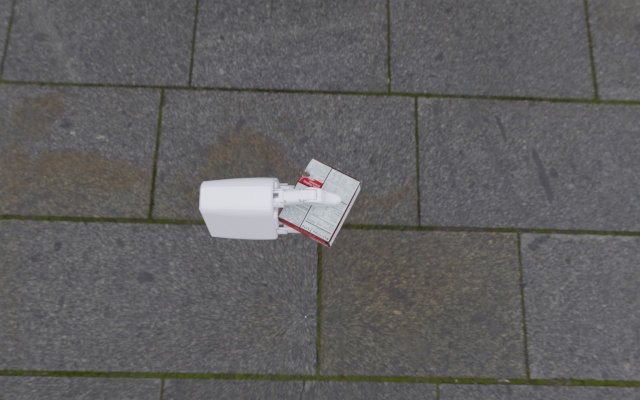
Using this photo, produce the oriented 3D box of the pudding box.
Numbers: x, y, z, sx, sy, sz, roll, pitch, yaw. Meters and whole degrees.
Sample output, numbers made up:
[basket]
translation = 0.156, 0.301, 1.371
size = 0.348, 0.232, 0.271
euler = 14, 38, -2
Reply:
[pudding box]
translation = 0.000, 0.002, 0.733
size = 0.090, 0.113, 0.039
euler = 27, -11, 8
